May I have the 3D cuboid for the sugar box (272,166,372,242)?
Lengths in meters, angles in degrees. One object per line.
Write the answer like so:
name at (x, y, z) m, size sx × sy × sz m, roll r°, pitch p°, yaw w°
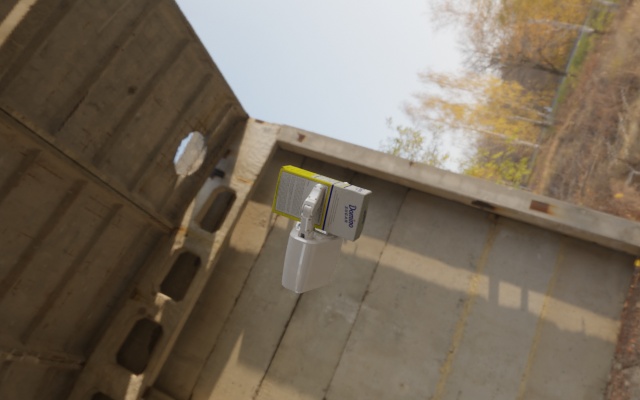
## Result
sugar box at (0.000, 0.003, 0.889) m, size 0.176 × 0.093 × 0.048 m, roll 19°, pitch 17°, yaw 20°
